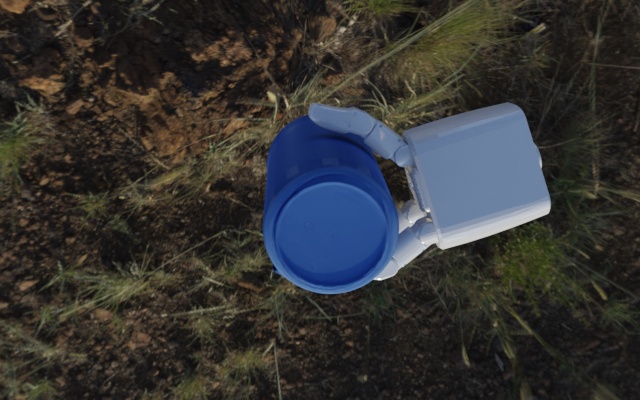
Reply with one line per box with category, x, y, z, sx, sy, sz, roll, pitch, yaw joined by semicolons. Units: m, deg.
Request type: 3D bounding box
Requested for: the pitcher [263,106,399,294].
pitcher;0.000;0.001;0.483;0.145;0.149;0.242;-15;17;3
